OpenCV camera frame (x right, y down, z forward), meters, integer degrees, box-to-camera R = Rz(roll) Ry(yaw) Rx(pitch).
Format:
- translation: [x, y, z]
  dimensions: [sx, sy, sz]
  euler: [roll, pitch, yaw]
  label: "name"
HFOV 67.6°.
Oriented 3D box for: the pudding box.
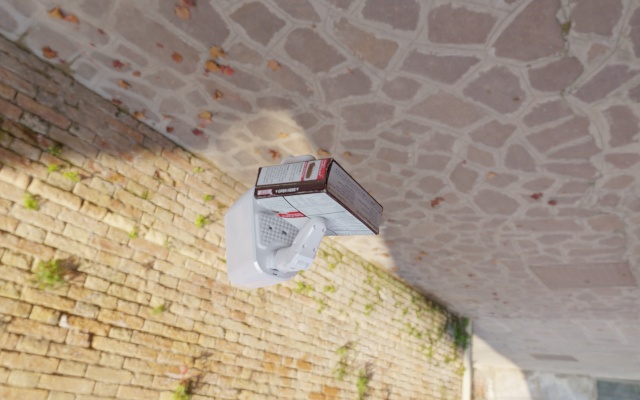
- translation: [0.000, 0.002, 0.492]
  dimensions: [0.090, 0.039, 0.113]
  euler: [-5, -26, 33]
  label: "pudding box"
